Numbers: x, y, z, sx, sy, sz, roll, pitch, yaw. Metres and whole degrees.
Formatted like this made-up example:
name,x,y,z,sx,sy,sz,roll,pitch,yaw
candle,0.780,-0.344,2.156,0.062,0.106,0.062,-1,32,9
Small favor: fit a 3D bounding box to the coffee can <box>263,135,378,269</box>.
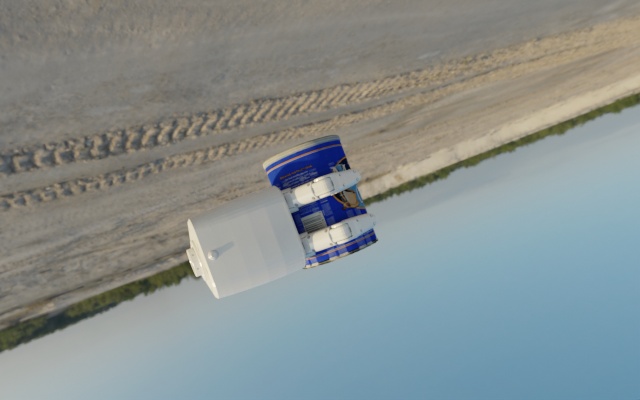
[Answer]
name,x,y,z,sx,sy,sz,roll,pitch,yaw
coffee can,0.000,0.002,0.599,0.103,0.140,0.103,-21,-1,-1
